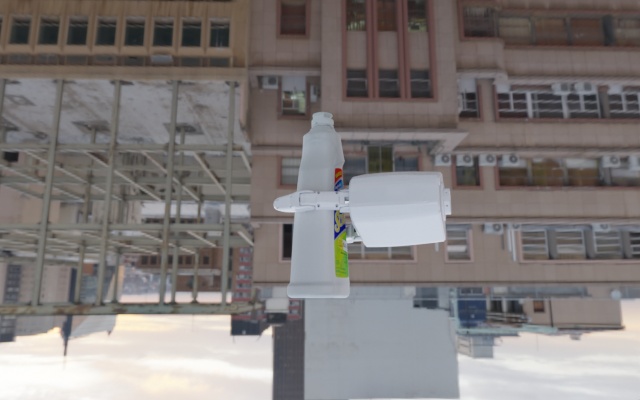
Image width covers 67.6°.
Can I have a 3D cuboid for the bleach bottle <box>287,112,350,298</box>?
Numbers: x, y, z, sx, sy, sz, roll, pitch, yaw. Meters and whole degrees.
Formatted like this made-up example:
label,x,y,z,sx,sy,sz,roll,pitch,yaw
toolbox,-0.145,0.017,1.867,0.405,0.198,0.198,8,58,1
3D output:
label,x,y,z,sx,sy,sz,roll,pitch,yaw
bleach bottle,0.000,0.002,0.638,0.068,0.250,0.102,-4,-12,17
